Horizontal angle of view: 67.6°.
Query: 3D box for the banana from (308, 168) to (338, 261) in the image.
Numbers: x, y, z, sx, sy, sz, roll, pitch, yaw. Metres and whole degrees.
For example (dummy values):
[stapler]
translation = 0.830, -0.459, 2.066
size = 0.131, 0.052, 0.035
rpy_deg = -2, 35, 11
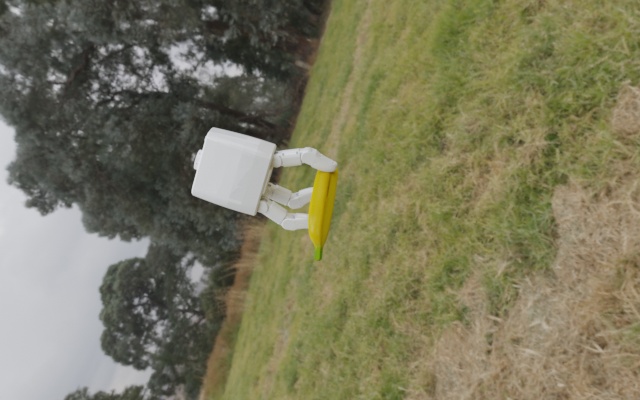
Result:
[banana]
translation = 0.003, -0.006, 0.756
size = 0.037, 0.197, 0.070
rpy_deg = 13, -39, -4
